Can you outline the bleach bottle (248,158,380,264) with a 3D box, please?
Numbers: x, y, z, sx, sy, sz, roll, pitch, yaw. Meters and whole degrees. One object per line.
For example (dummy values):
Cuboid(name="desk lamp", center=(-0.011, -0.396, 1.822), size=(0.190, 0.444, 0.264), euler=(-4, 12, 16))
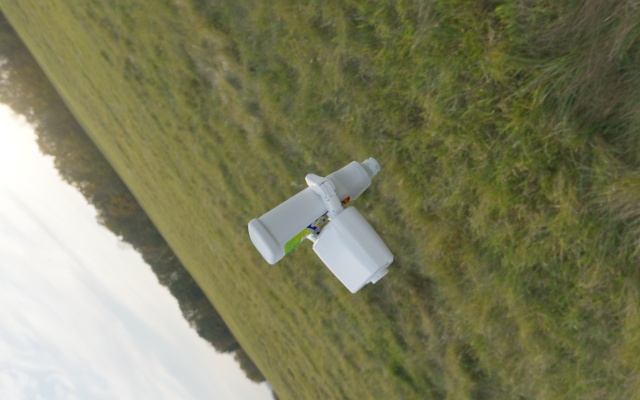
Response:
Cuboid(name="bleach bottle", center=(0.000, 0.003, 0.798), size=(0.251, 0.068, 0.103), euler=(-36, -15, -18))
